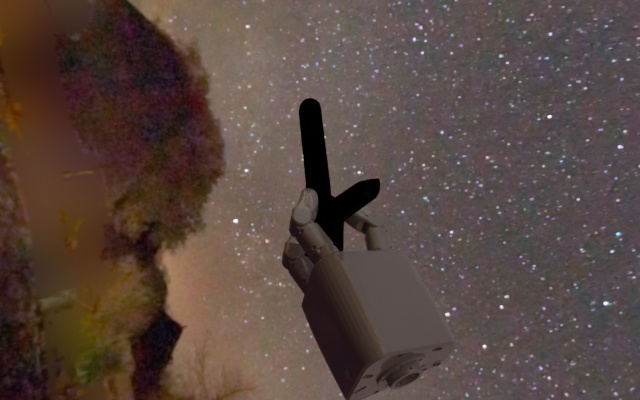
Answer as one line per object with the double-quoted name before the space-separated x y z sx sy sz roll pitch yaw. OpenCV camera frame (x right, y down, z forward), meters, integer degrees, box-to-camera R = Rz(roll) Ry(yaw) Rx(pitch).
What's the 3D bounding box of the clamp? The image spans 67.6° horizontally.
"clamp" 0.001 0.002 0.542 0.036 0.164 0.210 -8 -41 -21
